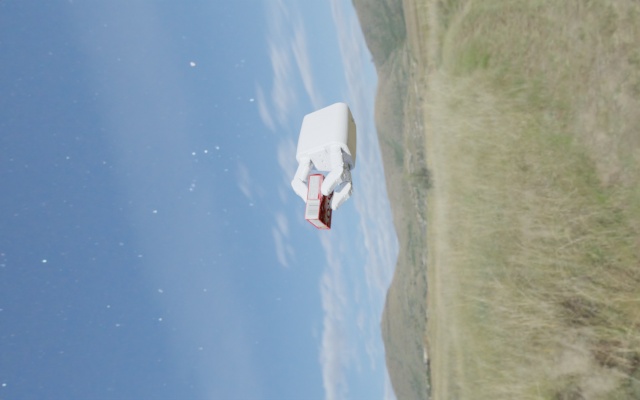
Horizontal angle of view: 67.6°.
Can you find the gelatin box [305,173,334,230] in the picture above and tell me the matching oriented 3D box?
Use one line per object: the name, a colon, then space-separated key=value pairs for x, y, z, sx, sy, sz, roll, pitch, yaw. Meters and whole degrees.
gelatin box: x=0.000 y=0.003 z=0.897 sx=0.030 sy=0.089 sz=0.073 roll=0 pitch=-18 yaw=20
